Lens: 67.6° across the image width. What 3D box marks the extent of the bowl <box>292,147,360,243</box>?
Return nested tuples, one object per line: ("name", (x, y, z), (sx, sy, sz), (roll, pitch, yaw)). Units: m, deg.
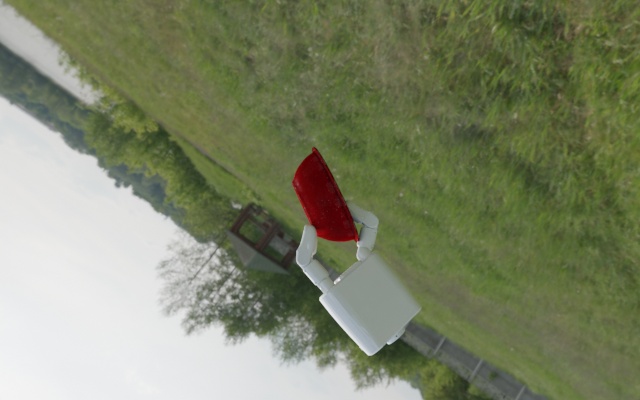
("bowl", (-0.001, 0.001, 0.725), (0.055, 0.162, 0.162), (-25, 1, -3))
